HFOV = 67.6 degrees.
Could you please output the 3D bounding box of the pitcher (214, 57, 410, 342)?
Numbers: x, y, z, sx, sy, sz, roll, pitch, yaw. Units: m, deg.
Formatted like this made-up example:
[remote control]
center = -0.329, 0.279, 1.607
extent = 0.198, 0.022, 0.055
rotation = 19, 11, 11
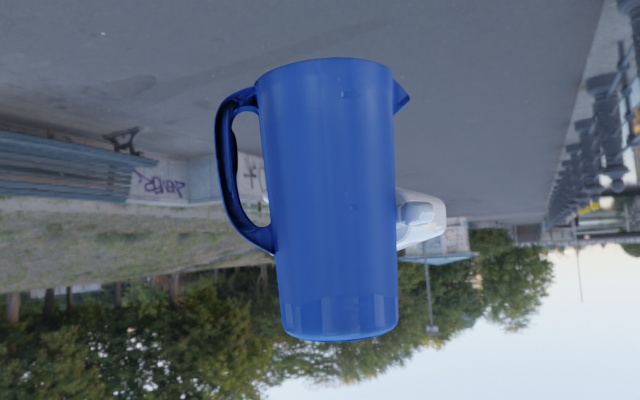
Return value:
[pitcher]
center = 0.000, 0.001, 0.450
extent = 0.149, 0.243, 0.145
rotation = -7, -5, 35
